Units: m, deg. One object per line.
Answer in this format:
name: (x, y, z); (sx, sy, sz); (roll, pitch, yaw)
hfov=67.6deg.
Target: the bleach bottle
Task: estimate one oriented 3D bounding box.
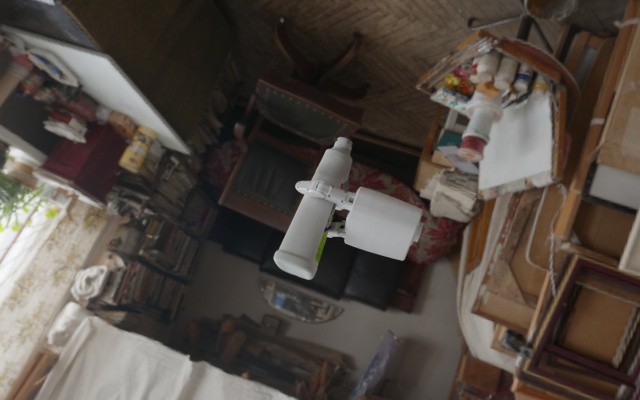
bleach bottle: (0.000, 0.003, 0.810); (0.068, 0.250, 0.103); (19, -17, 8)
